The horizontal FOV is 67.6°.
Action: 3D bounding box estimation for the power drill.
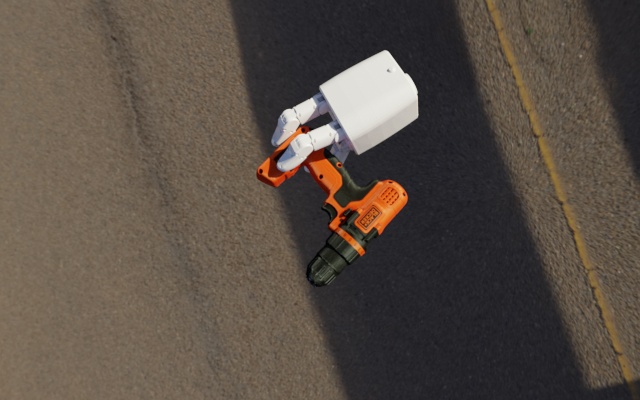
[{"bbox_3d":[0.000,0.002,0.675,0.187,0.184,0.057,43,-10,7],"label":"power drill"}]
